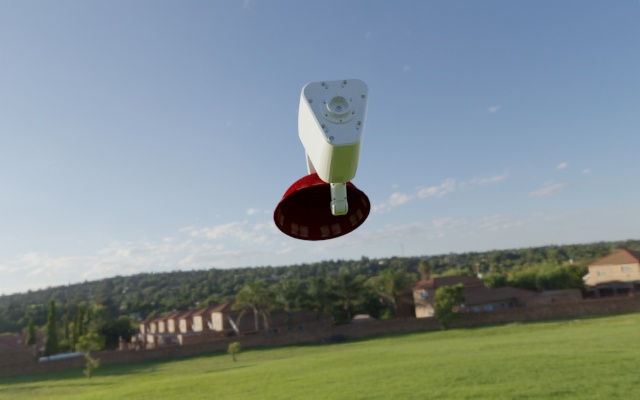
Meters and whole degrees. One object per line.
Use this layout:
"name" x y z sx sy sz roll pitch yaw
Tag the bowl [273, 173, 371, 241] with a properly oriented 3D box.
"bowl" 0.000 0.003 0.800 0.162 0.055 0.162 -6 -37 -4
